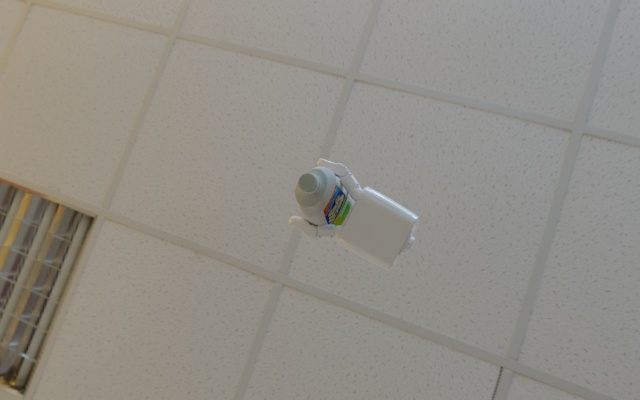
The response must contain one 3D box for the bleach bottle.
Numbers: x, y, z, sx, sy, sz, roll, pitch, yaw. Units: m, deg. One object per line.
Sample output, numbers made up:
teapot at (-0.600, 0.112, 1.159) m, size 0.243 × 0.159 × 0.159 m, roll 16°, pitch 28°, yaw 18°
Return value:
bleach bottle at (0.000, 0.003, 0.853) m, size 0.068 × 0.102 × 0.251 m, roll 30°, pitch -3°, yaw 16°
